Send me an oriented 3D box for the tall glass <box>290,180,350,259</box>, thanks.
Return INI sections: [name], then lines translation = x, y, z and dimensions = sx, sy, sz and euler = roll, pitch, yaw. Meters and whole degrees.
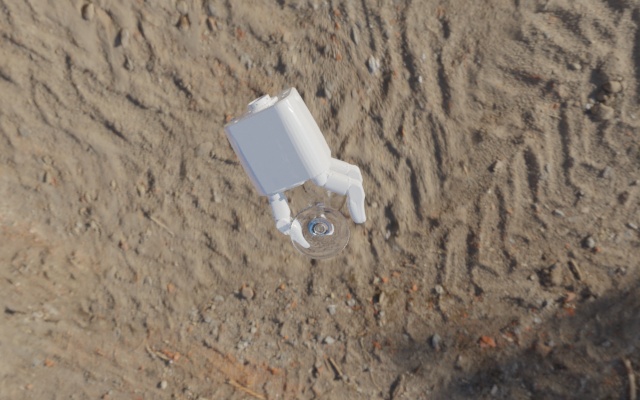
[tall glass]
translation = 0.000, 0.003, 0.680
dimensions = 0.079, 0.079, 0.201
euler = 0, 22, 1
